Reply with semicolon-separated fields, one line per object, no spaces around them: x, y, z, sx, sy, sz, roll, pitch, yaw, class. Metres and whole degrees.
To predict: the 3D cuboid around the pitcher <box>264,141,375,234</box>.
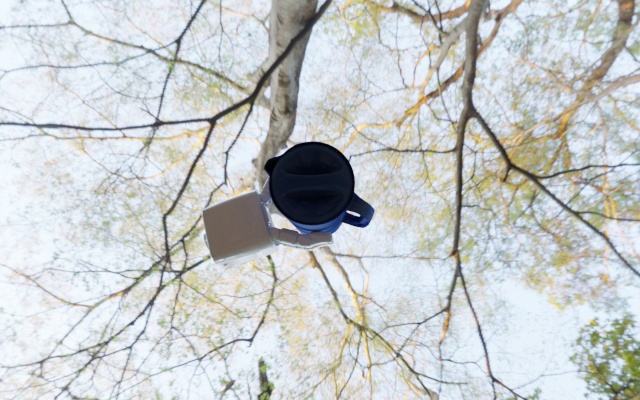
0.000;0.003;0.837;0.145;0.149;0.243;-20;-13;-2;pitcher
